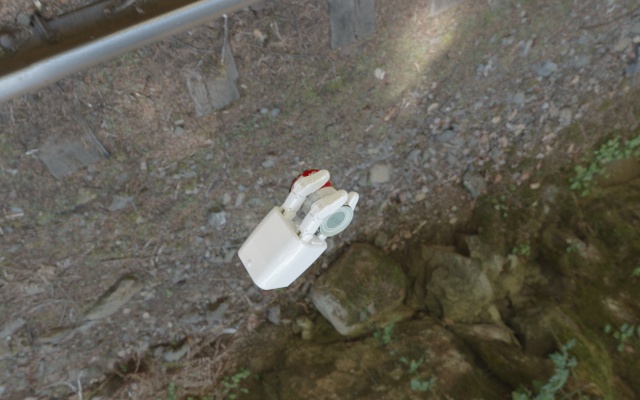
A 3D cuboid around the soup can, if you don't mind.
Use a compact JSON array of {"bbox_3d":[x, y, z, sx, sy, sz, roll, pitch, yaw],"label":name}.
[{"bbox_3d":[0.001,0.002,0.801,0.068,0.068,0.102,0,39,-41],"label":"soup can"}]
